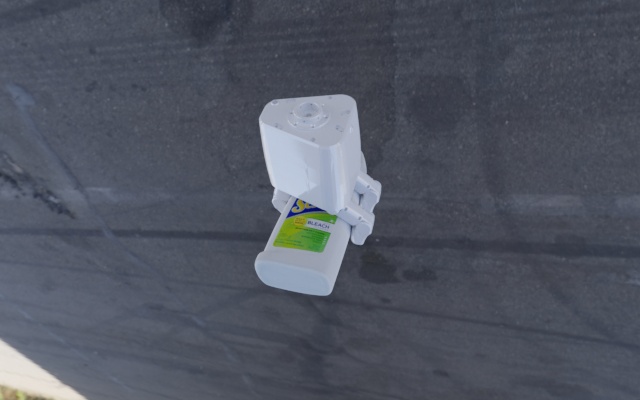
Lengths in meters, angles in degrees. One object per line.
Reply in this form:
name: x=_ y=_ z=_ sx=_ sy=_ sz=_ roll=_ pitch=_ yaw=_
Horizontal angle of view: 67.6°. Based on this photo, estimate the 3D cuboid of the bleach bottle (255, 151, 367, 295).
bleach bottle: x=0.000 y=0.002 z=0.655 sx=0.102 sy=0.250 sz=0.068 roll=9 pitch=-37 yaw=14
